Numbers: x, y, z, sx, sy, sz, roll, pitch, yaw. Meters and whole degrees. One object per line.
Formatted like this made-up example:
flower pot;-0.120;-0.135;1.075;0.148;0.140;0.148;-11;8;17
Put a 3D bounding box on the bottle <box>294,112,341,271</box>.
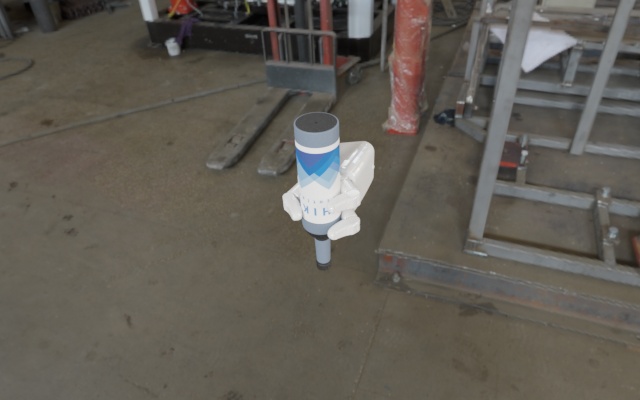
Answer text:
bottle;0.000;0.002;0.786;0.069;0.296;0.069;-2;37;2
